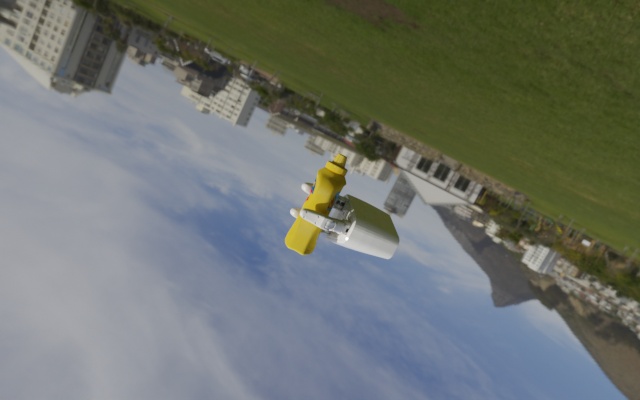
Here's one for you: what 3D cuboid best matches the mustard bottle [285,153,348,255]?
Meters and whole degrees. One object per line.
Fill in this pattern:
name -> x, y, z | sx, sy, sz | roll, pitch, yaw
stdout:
mustard bottle -> 0.000, 0.003, 0.882 | 0.058, 0.191, 0.096 | 27, 9, 4
